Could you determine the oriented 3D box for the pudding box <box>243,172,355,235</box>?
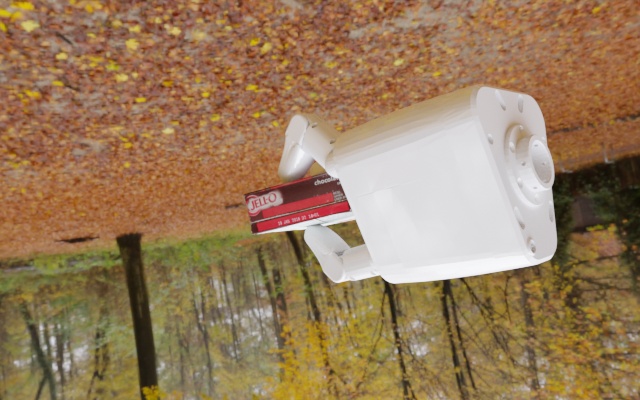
[{"bbox_3d":[0.000,0.002,0.414,0.090,0.039,0.113,-13,-6,18],"label":"pudding box"}]
